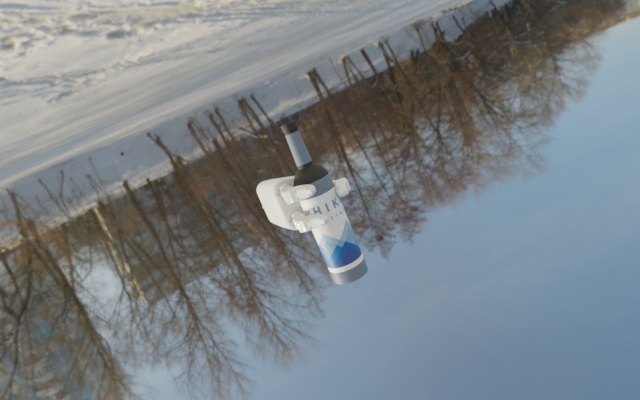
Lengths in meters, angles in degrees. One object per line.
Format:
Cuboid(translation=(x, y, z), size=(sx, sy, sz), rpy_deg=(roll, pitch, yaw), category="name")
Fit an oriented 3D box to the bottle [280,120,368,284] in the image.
Cuboid(translation=(0.000, 0.003, 0.832), size=(0.069, 0.296, 0.069), rpy_deg=(-21, 13, 5), category="bottle")
